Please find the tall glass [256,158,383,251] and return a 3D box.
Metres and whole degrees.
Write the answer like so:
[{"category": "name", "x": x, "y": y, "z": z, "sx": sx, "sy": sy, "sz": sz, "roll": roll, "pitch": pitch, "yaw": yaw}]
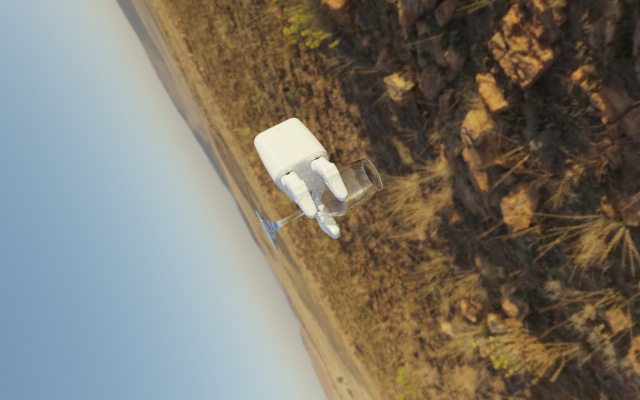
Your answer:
[{"category": "tall glass", "x": 0.000, "y": 0.003, "z": 0.778, "sx": 0.201, "sy": 0.079, "sz": 0.079, "roll": -28, "pitch": 5, "yaw": -9}]
